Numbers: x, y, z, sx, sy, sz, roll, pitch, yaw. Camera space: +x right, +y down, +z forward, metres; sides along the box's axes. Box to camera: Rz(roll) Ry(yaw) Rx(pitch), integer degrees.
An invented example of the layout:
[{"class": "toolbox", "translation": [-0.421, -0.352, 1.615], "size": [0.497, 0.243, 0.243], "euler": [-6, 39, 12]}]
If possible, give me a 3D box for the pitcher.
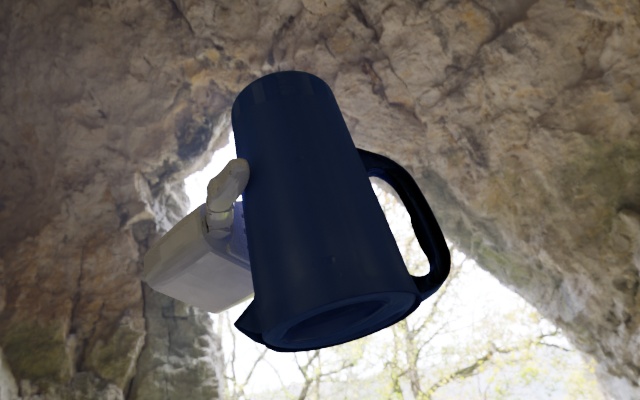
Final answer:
[{"class": "pitcher", "translation": [0.000, 0.002, 0.435], "size": [0.145, 0.242, 0.149], "euler": [-35, -34, 31]}]
